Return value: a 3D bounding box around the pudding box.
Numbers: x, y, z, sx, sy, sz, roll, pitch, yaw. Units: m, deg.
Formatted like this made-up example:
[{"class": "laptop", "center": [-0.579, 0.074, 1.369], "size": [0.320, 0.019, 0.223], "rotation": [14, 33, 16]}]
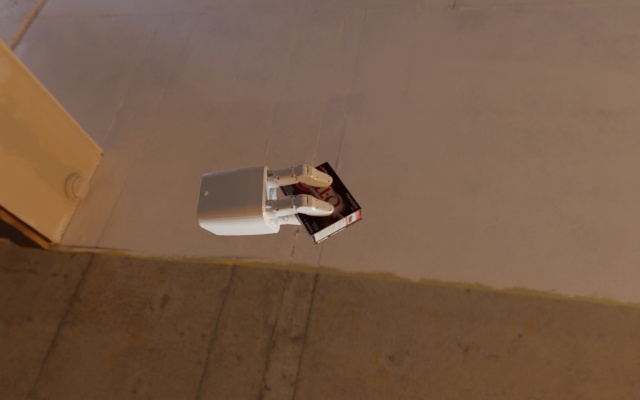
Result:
[{"class": "pudding box", "center": [0.000, 0.003, 0.758], "size": [0.090, 0.113, 0.039], "rotation": [-29, -30, -9]}]
